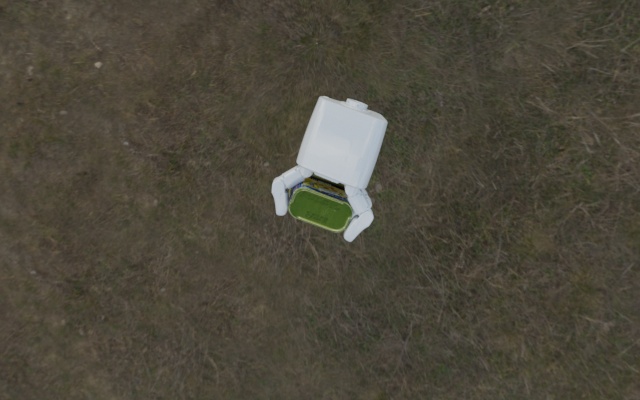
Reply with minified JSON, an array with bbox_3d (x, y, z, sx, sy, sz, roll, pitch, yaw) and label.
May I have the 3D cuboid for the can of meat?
[{"bbox_3d":[0.000,0.003,0.755,0.102,0.057,0.084,20,17,-7],"label":"can of meat"}]
